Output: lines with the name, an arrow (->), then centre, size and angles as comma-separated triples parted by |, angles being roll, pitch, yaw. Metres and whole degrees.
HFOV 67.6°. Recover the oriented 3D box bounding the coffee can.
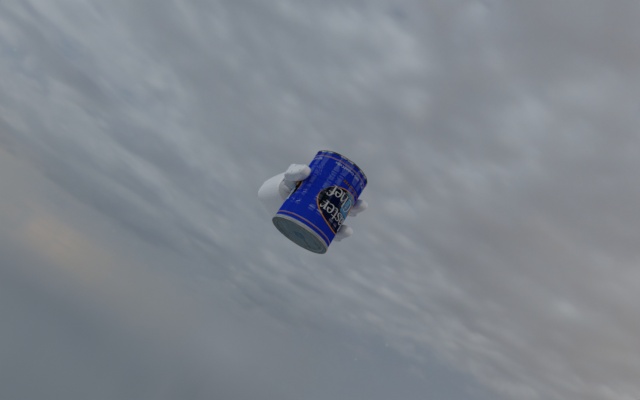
coffee can -> 0.000, 0.003, 0.791 | 0.103, 0.140, 0.103 | 28, -21, 12
